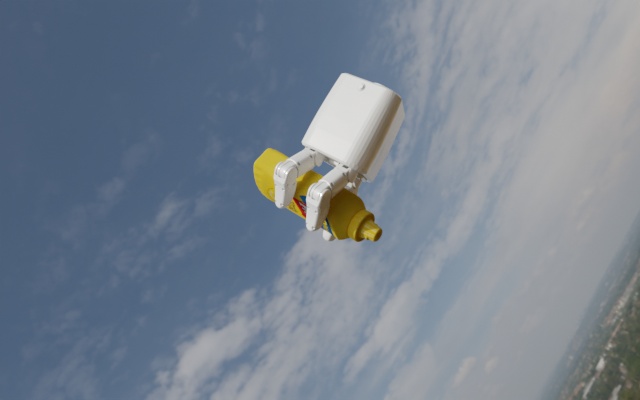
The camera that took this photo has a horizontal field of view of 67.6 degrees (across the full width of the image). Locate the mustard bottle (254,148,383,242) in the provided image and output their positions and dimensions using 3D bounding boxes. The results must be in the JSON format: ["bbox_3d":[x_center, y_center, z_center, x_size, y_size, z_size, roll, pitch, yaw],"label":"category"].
[{"bbox_3d":[0.000,0.002,0.632,0.191,0.058,0.096,29,-23,31],"label":"mustard bottle"}]
